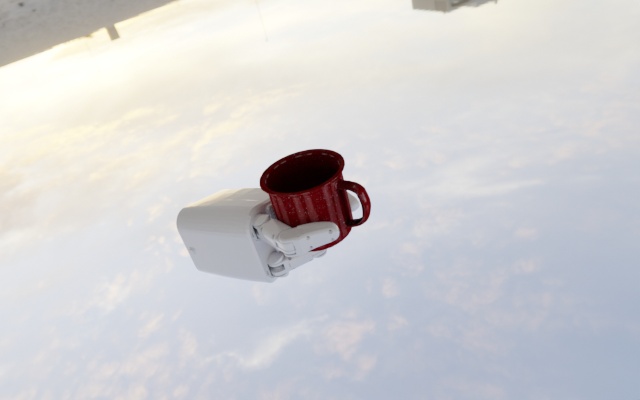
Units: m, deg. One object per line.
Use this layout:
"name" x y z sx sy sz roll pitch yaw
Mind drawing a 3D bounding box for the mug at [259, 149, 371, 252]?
"mug" 0.001 0.002 0.516 0.117 0.081 0.093 3 36 27
